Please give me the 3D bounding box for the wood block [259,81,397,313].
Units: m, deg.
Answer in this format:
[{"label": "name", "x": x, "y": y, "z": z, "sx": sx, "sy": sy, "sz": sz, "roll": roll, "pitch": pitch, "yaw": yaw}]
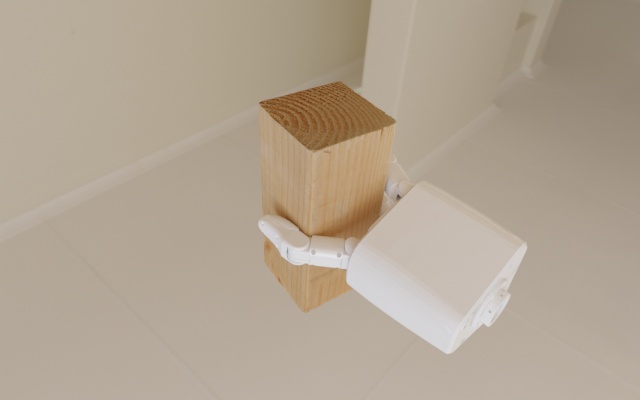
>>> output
[{"label": "wood block", "x": 0.000, "y": 0.002, "z": 0.476, "sx": 0.091, "sy": 0.206, "sz": 0.090, "roll": -21, "pitch": 47, "yaw": -27}]
